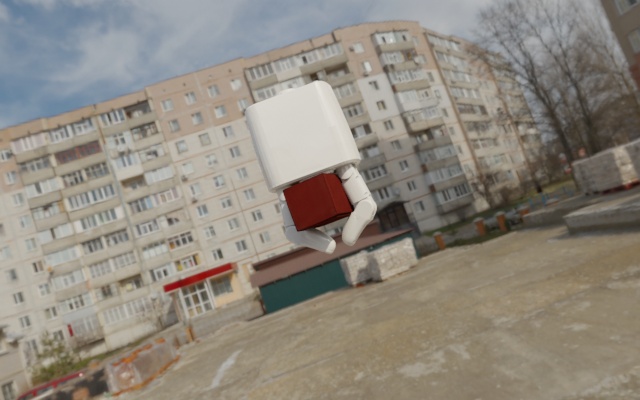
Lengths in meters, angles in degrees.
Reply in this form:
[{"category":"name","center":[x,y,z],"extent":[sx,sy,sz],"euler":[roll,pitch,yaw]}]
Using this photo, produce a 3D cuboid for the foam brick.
[{"category":"foam brick","center":[0.000,0.002,0.554],"extent":[0.053,0.051,0.078],"euler":[-21,-6,18]}]
